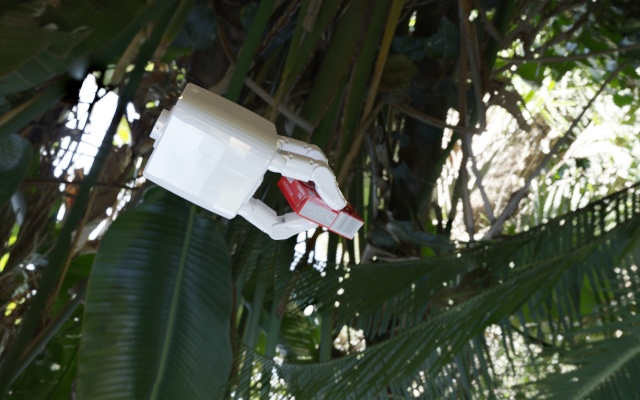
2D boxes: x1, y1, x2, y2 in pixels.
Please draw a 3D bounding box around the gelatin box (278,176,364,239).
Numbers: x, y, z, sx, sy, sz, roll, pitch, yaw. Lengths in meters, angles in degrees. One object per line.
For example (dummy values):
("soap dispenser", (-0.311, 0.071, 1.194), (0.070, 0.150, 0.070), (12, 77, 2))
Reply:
("gelatin box", (0.000, 0.002, 0.566), (0.089, 0.030, 0.073), (26, 17, -33))
